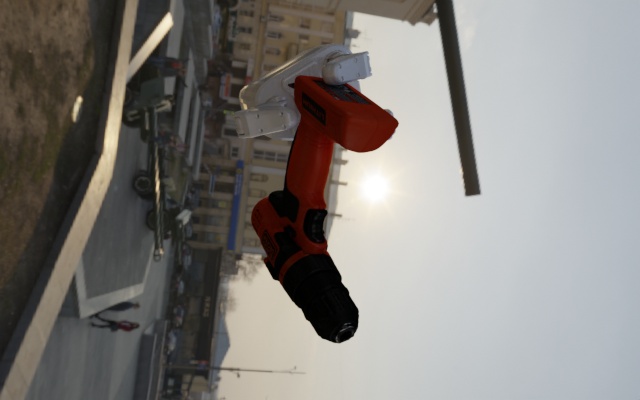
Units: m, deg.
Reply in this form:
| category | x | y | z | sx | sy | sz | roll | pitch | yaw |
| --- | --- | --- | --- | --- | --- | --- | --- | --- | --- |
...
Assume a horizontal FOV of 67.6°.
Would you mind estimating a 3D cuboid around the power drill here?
| category | x | y | z | sx | sy | sz | roll | pitch | yaw |
| --- | --- | --- | --- | --- | --- | --- | --- | --- | --- |
| power drill | 0.000 | 0.001 | 0.414 | 0.057 | 0.188 | 0.184 | 1 | 32 | -33 |
